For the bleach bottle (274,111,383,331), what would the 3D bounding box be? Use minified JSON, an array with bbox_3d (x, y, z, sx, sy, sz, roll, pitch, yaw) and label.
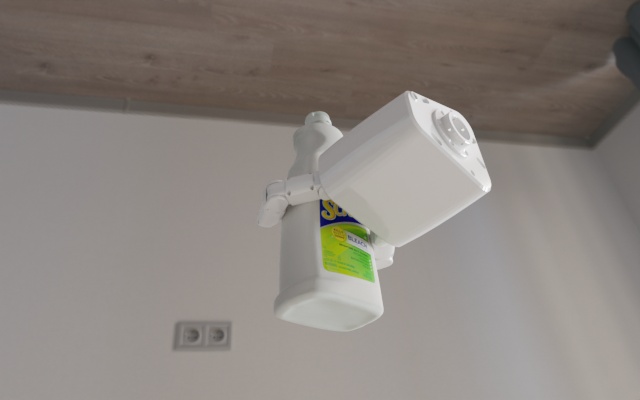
[{"bbox_3d":[0.000,0.002,0.498,0.102,0.250,0.068,23,-44,-34],"label":"bleach bottle"}]
